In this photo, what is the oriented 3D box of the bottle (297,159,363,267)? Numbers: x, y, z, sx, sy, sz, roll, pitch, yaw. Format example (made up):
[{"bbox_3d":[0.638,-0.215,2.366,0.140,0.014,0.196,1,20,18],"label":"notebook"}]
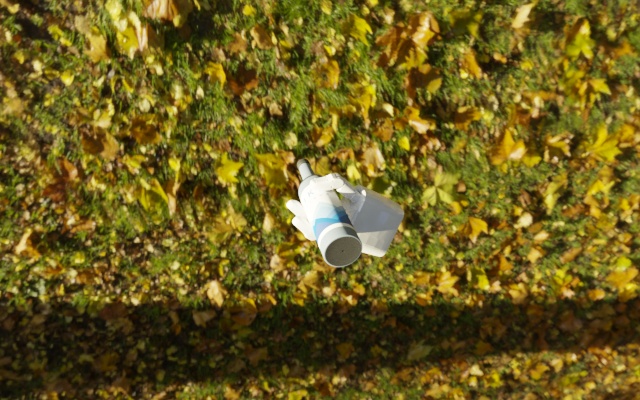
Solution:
[{"bbox_3d":[0.000,0.003,0.888,0.069,0.069,0.295,0,33,-17],"label":"bottle"}]
